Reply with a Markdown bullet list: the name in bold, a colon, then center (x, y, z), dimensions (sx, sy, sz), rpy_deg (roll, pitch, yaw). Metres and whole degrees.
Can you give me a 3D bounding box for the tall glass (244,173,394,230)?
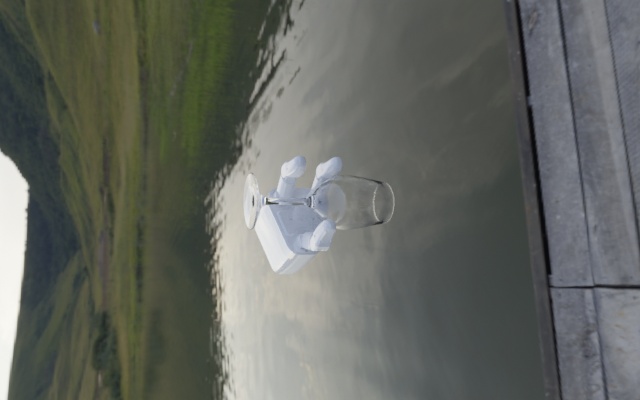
- **tall glass**: center (0.000, 0.002, 0.660), dimensions (0.201, 0.079, 0.079), rpy_deg (1, 0, -22)
